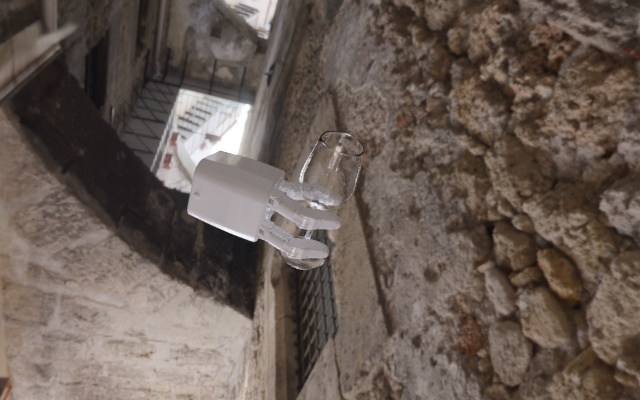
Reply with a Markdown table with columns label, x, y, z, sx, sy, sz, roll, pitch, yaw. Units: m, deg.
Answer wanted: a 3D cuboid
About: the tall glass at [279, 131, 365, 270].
| label | x | y | z | sx | sy | sz | roll | pitch | yaw |
| --- | --- | --- | --- | --- | --- | --- | --- | --- | --- |
| tall glass | 0.000 | 0.003 | 0.682 | 0.079 | 0.201 | 0.079 | 14 | 33 | -10 |
